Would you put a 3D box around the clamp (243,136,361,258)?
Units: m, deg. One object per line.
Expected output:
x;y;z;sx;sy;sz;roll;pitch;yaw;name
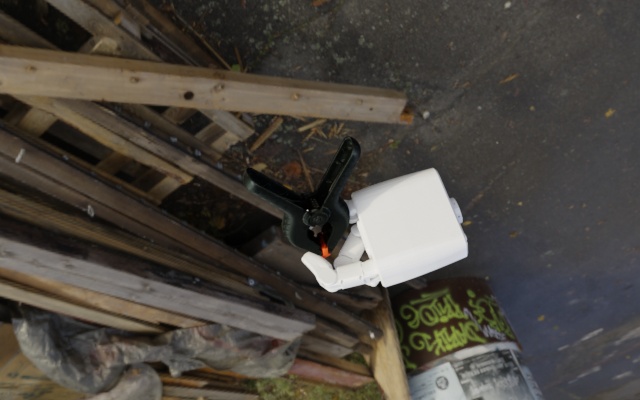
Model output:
0.000;0.002;0.524;0.120;0.039;0.172;-19;-37;6;clamp
